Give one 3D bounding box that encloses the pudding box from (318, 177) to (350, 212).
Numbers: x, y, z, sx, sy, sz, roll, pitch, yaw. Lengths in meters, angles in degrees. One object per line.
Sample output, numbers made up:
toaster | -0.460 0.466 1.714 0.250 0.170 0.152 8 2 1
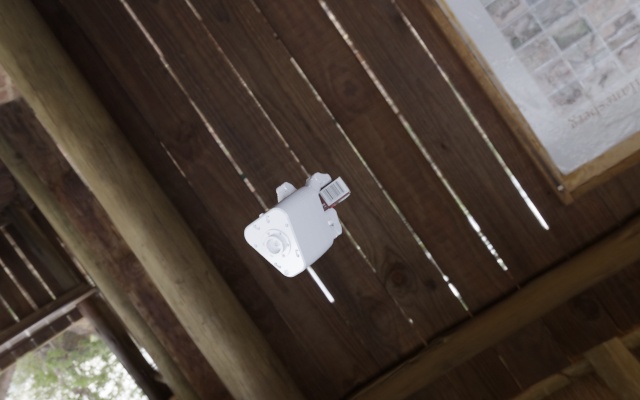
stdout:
pudding box | 0.000 0.003 0.876 0.113 0.039 0.090 -34 1 2
